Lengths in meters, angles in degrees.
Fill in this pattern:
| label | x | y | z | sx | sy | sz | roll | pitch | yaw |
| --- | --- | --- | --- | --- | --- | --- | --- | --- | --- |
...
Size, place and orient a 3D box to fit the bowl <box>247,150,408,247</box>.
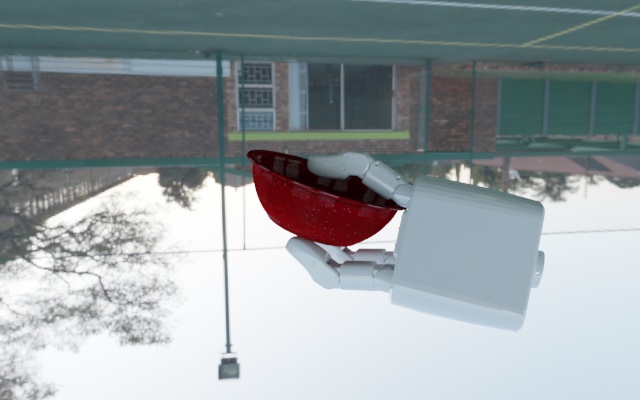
| label | x | y | z | sx | sy | sz | roll | pitch | yaw |
| --- | --- | --- | --- | --- | --- | --- | --- | --- | --- |
| bowl | -0.001 | 0.001 | 0.464 | 0.162 | 0.055 | 0.162 | 18 | 12 | -4 |
